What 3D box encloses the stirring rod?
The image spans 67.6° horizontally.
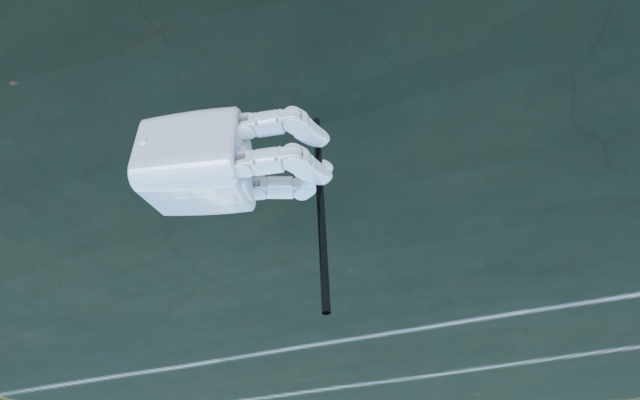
[{"bbox_3d":[0.000,0.002,0.481,0.011,0.239,0.011,-2,-38,-1],"label":"stirring rod"}]
